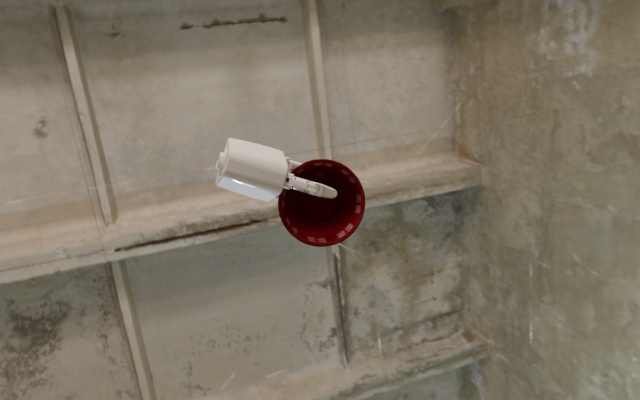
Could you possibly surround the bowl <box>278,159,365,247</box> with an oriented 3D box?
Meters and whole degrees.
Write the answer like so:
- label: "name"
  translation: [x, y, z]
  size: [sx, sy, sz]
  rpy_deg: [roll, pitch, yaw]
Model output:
- label: "bowl"
  translation: [0.001, 0.004, 0.897]
  size: [0.162, 0.162, 0.055]
  rpy_deg: [0, 5, -6]
